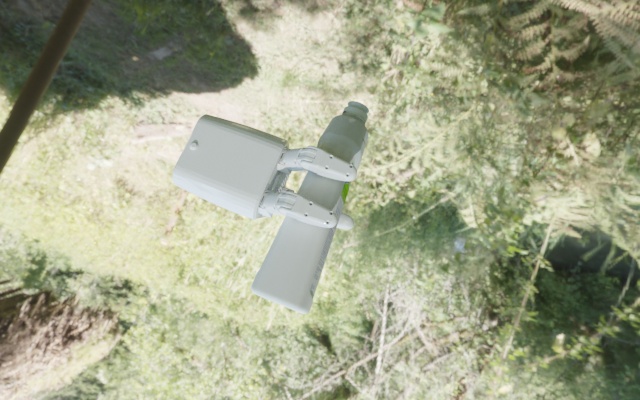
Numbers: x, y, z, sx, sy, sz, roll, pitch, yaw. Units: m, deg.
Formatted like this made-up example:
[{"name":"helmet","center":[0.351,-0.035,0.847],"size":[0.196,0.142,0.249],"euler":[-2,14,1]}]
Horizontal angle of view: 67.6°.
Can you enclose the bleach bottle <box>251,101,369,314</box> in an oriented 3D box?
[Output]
[{"name":"bleach bottle","center":[0.000,0.002,0.558],"size":[0.068,0.250,0.102],"euler":[21,-14,6]}]
